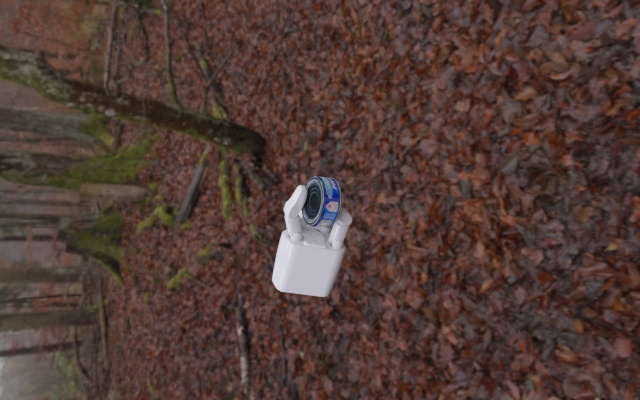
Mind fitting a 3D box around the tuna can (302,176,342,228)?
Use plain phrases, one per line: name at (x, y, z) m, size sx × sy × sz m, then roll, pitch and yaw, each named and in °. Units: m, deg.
tuna can at (0.000, 0.002, 0.798) m, size 0.034 × 0.086 × 0.086 m, roll 6°, pitch -3°, yaw -27°
